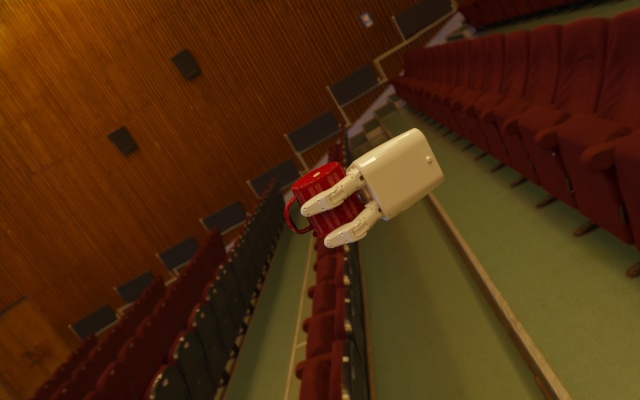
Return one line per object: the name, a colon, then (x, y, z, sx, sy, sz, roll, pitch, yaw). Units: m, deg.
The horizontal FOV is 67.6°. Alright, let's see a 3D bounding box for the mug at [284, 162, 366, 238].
mug: (-0.001, 0.003, 0.702, 0.117, 0.081, 0.093, -31, 14, -9)
